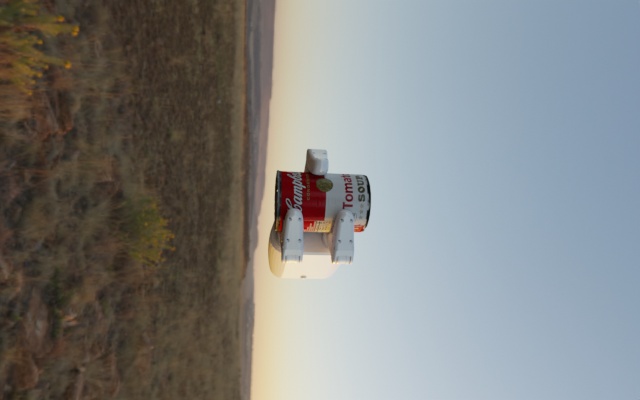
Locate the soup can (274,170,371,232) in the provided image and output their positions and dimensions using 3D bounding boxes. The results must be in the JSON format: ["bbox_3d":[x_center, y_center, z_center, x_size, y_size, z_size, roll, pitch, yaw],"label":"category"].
[{"bbox_3d":[0.000,0.001,0.540,0.102,0.068,0.068,2,0,-8],"label":"soup can"}]
